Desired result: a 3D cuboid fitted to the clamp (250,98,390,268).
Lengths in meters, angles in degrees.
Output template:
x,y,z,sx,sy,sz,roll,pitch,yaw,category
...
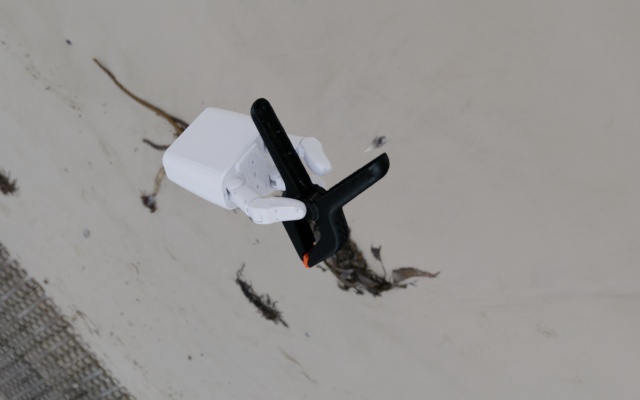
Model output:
x,y,z,sx,sy,sz,roll,pitch,yaw,category
-0.001,0.002,0.525,0.164,0.210,0.036,24,46,31,clamp
